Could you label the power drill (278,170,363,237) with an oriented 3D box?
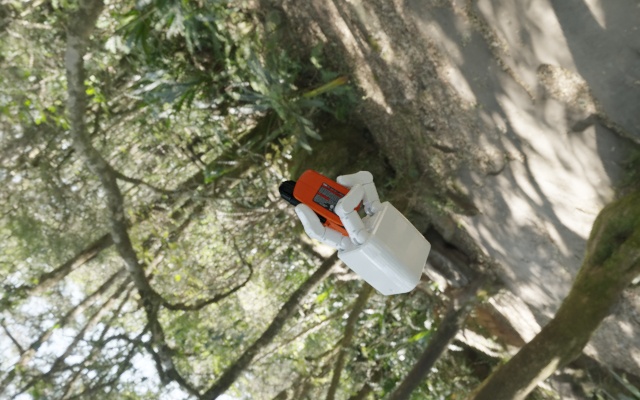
[{"bbox_3d":[0.000,0.003,0.831,0.184,0.057,0.188,29,-7,7],"label":"power drill"}]
